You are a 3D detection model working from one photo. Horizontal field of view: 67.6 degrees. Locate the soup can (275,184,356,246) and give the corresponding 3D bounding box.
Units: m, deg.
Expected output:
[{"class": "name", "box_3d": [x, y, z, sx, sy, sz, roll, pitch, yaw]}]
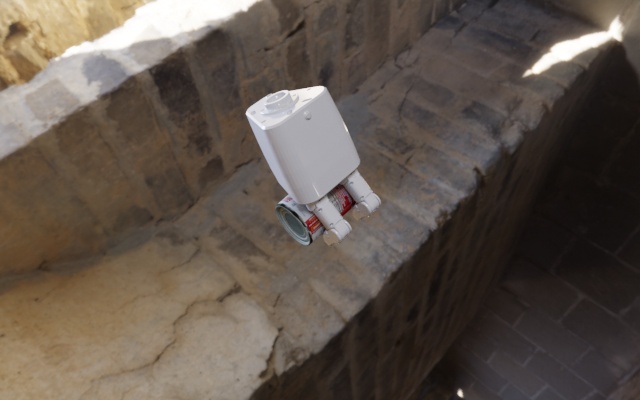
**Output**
[{"class": "soup can", "box_3d": [0.000, 0.003, 0.623, 0.102, 0.068, 0.068, -40, 18, -23]}]
